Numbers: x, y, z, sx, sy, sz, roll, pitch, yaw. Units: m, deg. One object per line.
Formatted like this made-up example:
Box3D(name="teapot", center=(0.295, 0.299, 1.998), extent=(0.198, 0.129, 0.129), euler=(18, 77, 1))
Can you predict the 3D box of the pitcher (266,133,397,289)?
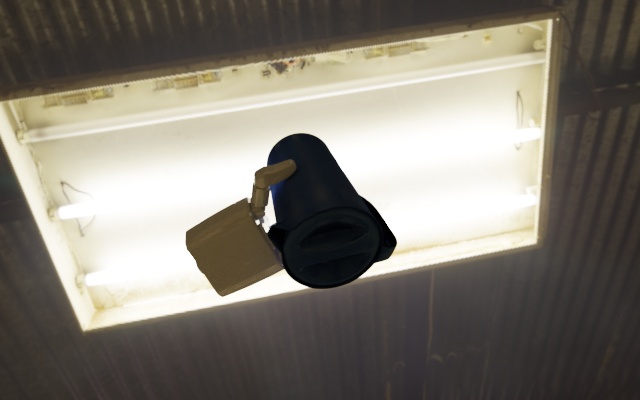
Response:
Box3D(name="pitcher", center=(0.000, 0.002, 0.695), extent=(0.145, 0.149, 0.242), euler=(-28, 37, 4))
